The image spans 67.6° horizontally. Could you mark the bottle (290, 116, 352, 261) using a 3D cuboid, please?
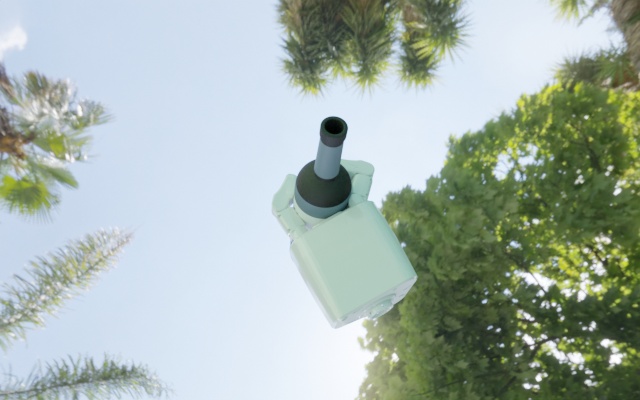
[{"bbox_3d":[0.000,0.002,0.588,0.069,0.069,0.296,0,-30,-6],"label":"bottle"}]
